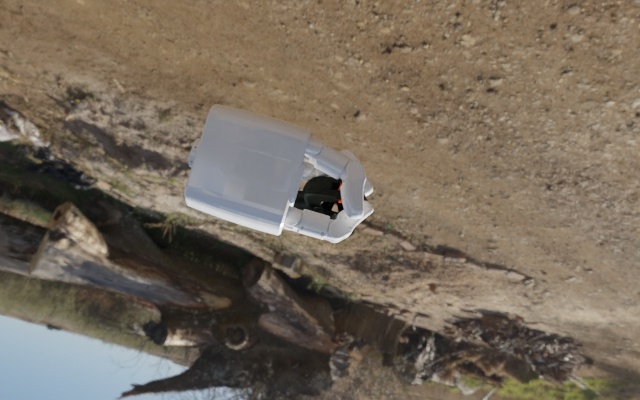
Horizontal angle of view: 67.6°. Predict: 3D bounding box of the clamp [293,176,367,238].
[{"bbox_3d":[0.000,0.002,0.592,0.120,0.039,0.171,16,-20,-3],"label":"clamp"}]
